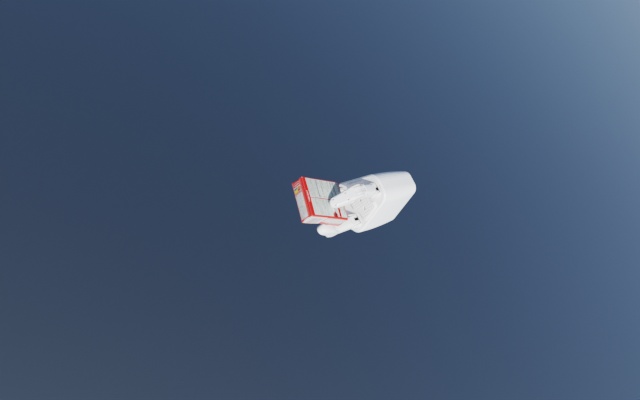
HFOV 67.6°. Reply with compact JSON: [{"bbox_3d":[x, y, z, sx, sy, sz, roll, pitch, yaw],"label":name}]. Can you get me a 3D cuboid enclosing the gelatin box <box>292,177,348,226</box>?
[{"bbox_3d":[0.000,0.002,0.804,0.089,0.073,0.030,7,-31,-43],"label":"gelatin box"}]
